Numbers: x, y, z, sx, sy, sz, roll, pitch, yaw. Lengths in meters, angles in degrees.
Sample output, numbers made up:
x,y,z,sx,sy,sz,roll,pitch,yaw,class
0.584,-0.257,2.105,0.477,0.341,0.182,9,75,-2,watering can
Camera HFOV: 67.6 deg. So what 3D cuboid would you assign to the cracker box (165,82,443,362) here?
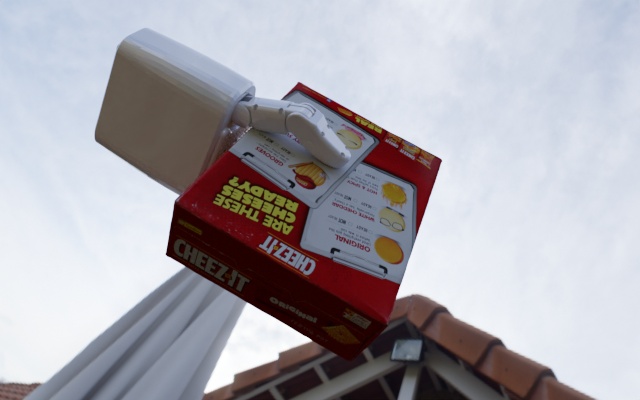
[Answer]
x,y,z,sx,sy,sz,roll,pitch,yaw,class
0.000,0.001,0.409,0.164,0.072,0.213,29,42,2,cracker box
